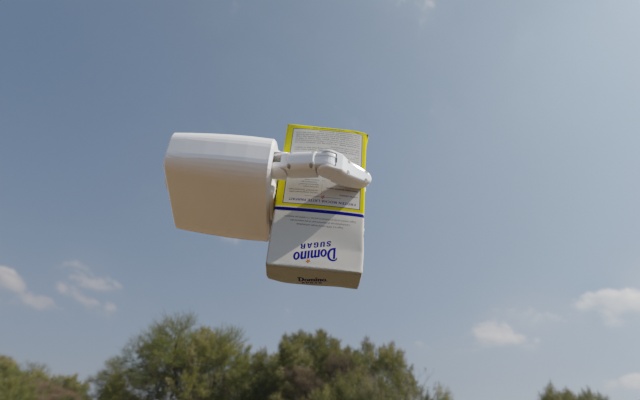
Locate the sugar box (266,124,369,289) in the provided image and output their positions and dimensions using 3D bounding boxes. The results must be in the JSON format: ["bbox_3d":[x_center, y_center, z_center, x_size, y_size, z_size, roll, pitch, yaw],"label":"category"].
[{"bbox_3d":[0.000,0.002,0.503,0.093,0.176,0.048,6,-31,1],"label":"sugar box"}]
